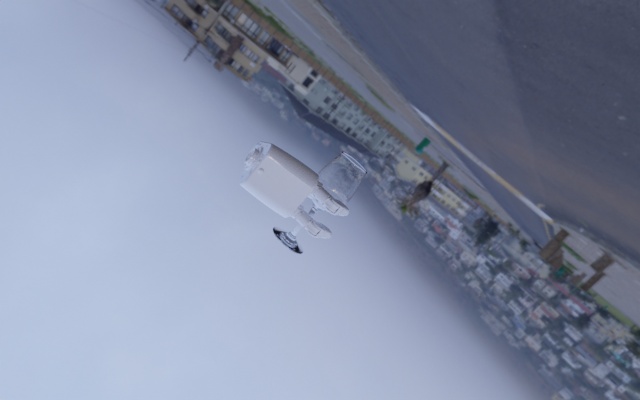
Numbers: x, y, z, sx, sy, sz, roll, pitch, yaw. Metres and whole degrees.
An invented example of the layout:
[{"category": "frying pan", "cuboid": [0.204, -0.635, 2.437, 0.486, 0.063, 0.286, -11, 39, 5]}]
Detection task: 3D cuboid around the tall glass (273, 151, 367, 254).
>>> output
[{"category": "tall glass", "cuboid": [0.000, 0.004, 0.897, 0.079, 0.201, 0.079, 39, 12, -10]}]
